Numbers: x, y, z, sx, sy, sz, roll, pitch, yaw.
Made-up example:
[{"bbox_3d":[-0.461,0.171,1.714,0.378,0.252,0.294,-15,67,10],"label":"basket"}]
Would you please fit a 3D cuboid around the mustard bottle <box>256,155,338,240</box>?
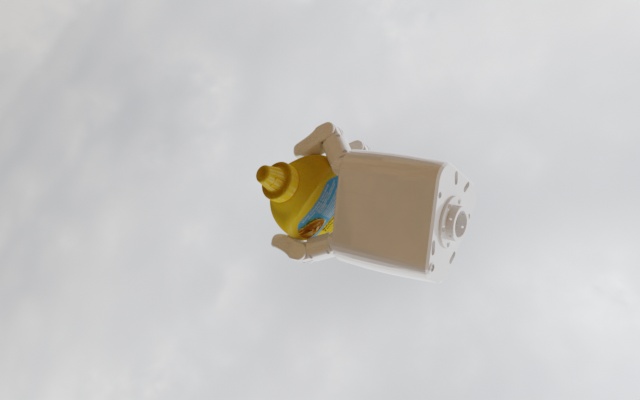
[{"bbox_3d":[0.000,0.002,0.534,0.192,0.096,0.058,26,12,-49],"label":"mustard bottle"}]
